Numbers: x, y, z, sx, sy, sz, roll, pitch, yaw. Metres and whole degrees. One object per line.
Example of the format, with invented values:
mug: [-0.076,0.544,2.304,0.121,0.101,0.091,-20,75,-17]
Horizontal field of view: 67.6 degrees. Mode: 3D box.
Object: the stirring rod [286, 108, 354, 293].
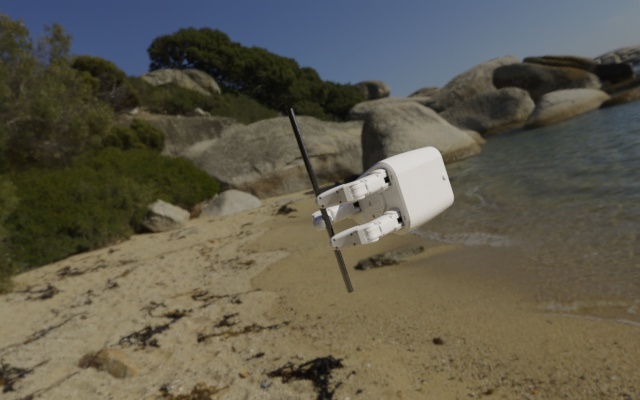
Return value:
stirring rod: [0.000,0.002,0.595,0.011,0.239,0.011,-18,5,2]
